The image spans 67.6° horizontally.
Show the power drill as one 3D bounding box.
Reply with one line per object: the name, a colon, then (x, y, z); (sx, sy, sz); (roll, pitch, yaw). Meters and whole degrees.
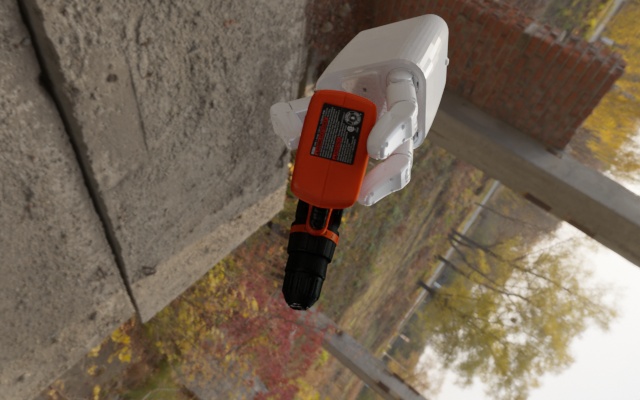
power drill: (0.000, 0.001, 0.449); (0.057, 0.184, 0.188); (12, -22, -2)
